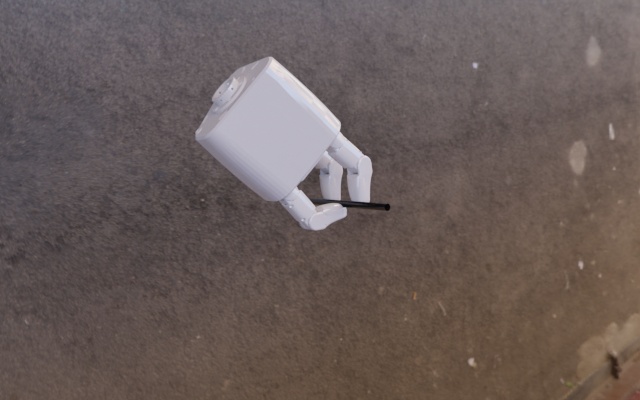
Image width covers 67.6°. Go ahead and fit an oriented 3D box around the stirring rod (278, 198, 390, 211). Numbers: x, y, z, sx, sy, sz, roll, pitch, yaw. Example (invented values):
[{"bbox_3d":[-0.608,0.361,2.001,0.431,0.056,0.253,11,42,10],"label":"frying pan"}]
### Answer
[{"bbox_3d":[0.000,0.002,0.602,0.011,0.011,0.239,0,2,-36],"label":"stirring rod"}]
